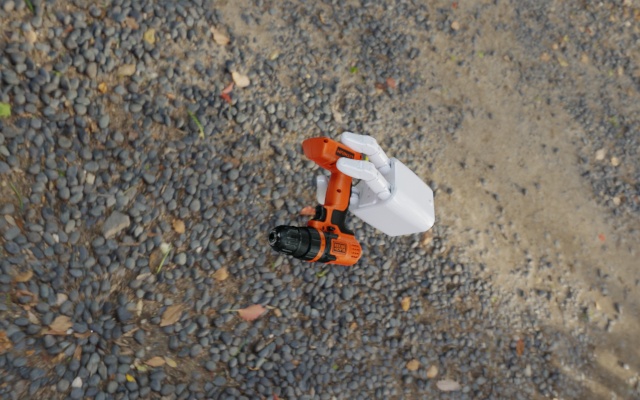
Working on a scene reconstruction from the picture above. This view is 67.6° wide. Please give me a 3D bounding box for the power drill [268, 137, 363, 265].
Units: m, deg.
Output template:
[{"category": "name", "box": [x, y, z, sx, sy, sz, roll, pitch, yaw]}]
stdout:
[{"category": "power drill", "box": [0.000, 0.002, 0.734, 0.057, 0.187, 0.184, -1, -12, 41]}]
